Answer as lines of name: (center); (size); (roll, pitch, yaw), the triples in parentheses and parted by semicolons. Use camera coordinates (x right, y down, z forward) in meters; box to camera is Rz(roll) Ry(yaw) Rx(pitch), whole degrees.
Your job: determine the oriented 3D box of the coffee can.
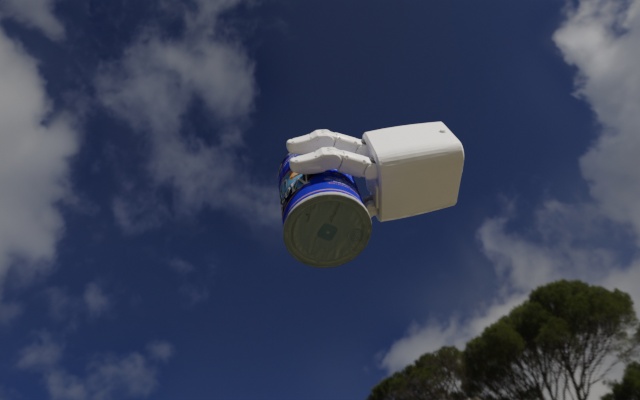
coffee can: (0.000, 0.002, 0.603); (0.103, 0.103, 0.140); (0, 31, -8)
